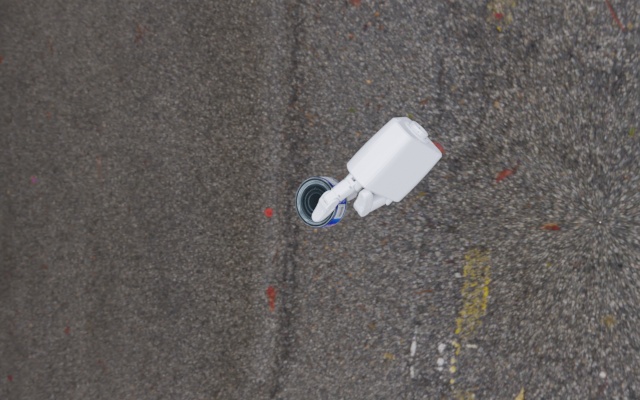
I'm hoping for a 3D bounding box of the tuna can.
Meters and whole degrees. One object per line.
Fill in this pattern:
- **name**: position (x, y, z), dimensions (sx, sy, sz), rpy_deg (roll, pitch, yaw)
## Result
- **tuna can**: position (0.000, 0.003, 0.798), dimensions (0.086, 0.086, 0.034), rpy_deg (0, 2, 34)
